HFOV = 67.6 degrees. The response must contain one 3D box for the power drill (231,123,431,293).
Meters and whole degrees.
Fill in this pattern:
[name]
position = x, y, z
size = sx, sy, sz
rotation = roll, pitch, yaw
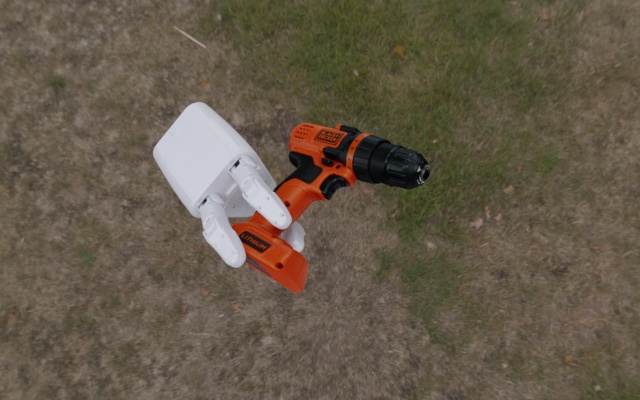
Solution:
[power drill]
position = 0.000, 0.002, 0.506
size = 0.184, 0.187, 0.057
rotation = 20, -26, 42
